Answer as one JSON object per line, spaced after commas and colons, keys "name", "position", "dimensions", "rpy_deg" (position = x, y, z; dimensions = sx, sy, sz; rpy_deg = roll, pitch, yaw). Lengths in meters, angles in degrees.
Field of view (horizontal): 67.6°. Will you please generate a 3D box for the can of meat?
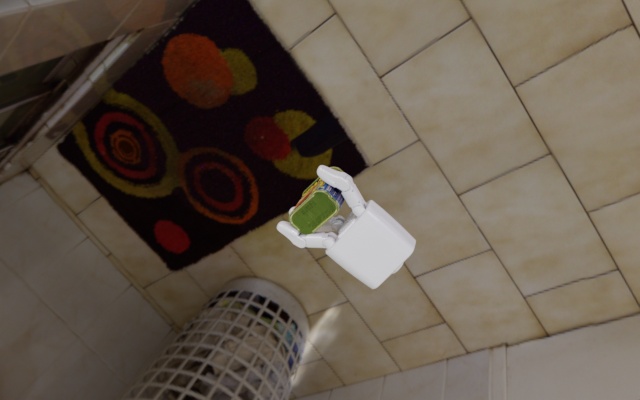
{"name": "can of meat", "position": [0.000, 0.003, 0.813], "dimensions": [0.102, 0.057, 0.084], "rpy_deg": [-42, 9, 33]}
